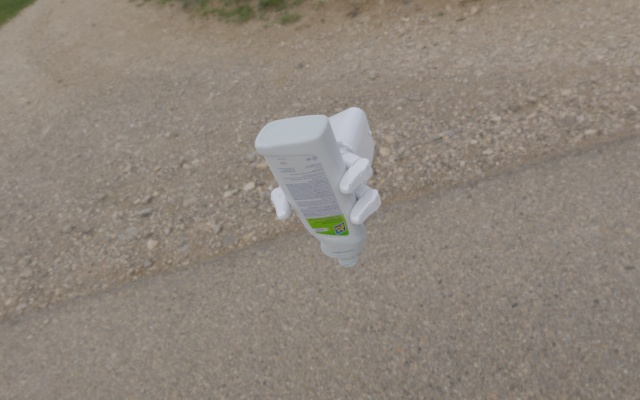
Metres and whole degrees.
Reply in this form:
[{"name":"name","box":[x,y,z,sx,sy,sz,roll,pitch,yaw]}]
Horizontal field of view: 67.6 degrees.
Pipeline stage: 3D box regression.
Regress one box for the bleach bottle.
[{"name":"bleach bottle","box":[0.000,0.002,0.685,0.102,0.251,0.068,-4,40,22]}]
